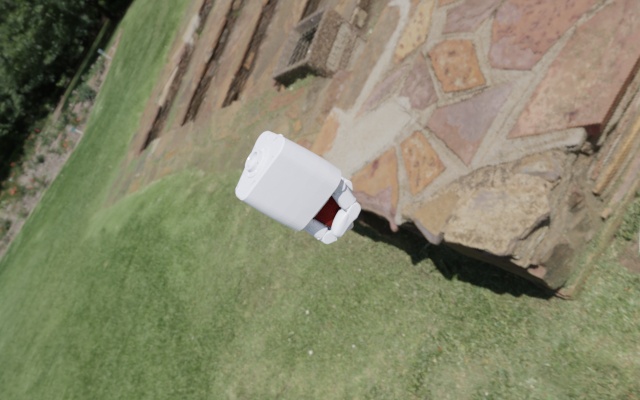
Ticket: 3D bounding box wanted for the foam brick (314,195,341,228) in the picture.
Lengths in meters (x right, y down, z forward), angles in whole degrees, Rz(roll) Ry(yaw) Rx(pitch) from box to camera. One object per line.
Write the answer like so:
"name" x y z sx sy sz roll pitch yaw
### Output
"foam brick" 0.000 0.003 0.750 0.051 0.053 0.078 30 0 -31
